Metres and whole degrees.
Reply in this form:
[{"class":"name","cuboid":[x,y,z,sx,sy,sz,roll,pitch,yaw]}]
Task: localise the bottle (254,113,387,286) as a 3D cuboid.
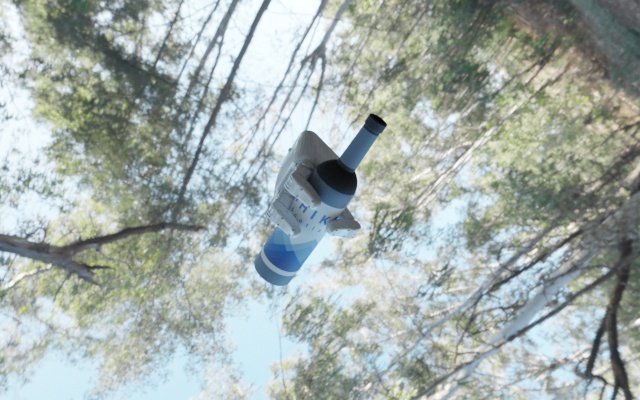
[{"class":"bottle","cuboid":[0.000,0.002,0.684,0.069,0.296,0.069,27,28,-16]}]
